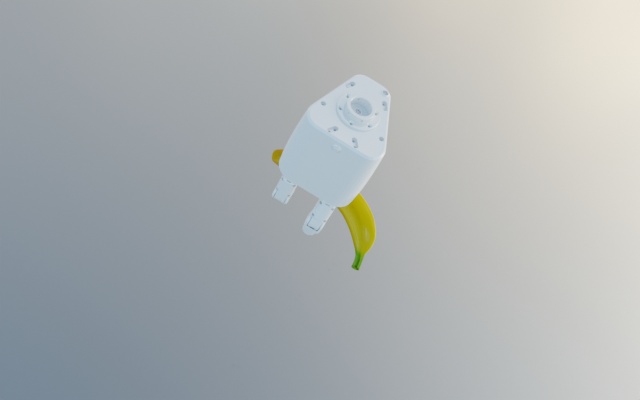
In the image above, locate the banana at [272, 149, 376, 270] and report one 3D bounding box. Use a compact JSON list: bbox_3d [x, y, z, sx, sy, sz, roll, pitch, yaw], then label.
[{"bbox_3d":[0.016,-0.005,0.647,0.069,0.198,0.037,-34,-8,-25],"label":"banana"}]
